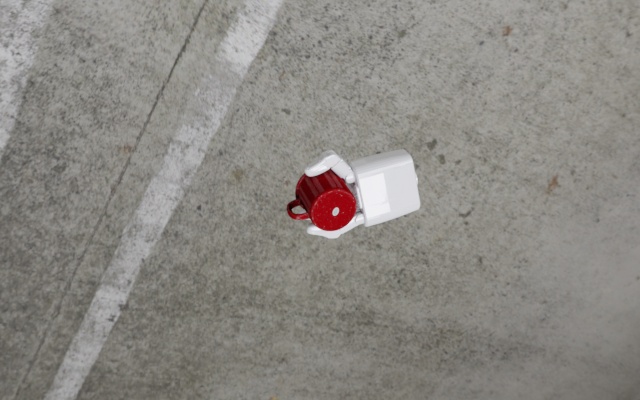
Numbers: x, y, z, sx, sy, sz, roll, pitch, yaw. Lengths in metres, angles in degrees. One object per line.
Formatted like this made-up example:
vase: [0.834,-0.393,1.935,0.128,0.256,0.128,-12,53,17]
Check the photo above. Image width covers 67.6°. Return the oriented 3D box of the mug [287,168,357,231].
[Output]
mug: [-0.001,0.003,0.807,0.117,0.093,0.081,-17,31,-9]
